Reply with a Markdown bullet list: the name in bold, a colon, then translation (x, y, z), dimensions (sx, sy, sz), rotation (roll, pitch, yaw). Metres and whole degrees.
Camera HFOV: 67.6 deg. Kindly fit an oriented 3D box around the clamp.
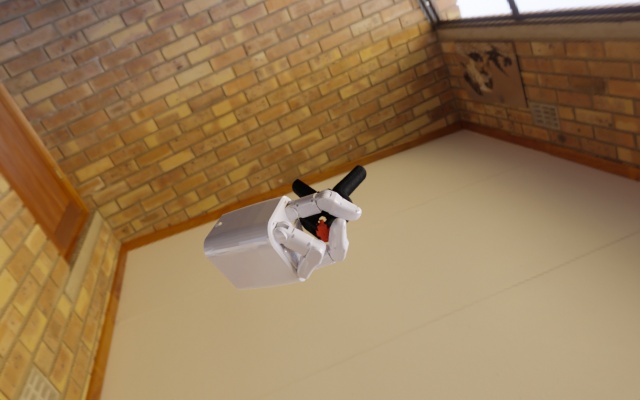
- **clamp**: translation (0.000, 0.003, 0.703), dimensions (0.120, 0.039, 0.171), rotation (-13, 26, 21)
